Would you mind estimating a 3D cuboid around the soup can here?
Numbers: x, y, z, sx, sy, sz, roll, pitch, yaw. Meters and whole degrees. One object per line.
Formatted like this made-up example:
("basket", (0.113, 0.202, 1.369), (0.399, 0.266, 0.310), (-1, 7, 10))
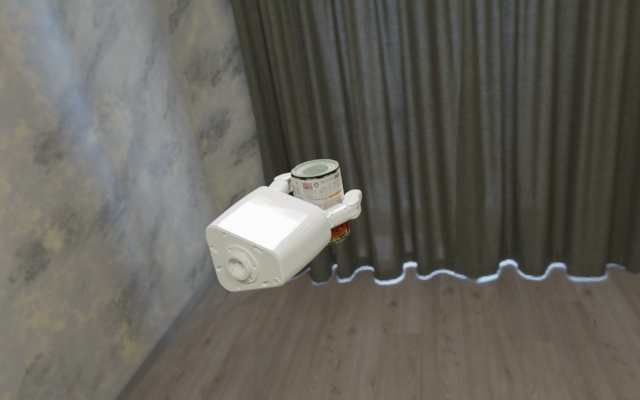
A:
("soup can", (0.000, 0.002, 0.659), (0.068, 0.102, 0.068), (-8, 23, 4))
